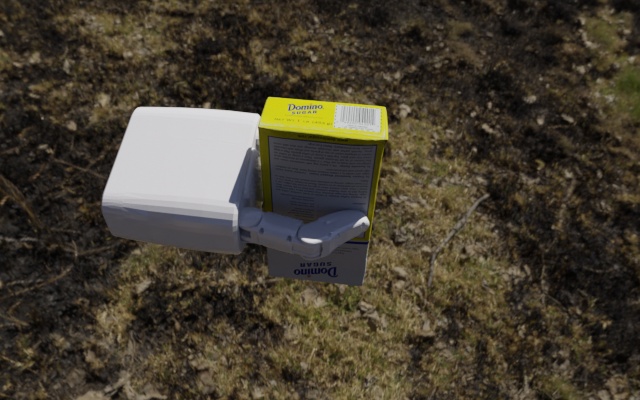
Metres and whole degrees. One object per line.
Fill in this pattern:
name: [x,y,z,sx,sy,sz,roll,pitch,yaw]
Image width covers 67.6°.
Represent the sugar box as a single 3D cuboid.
sugar box: [0.000,0.001,0.406,0.093,0.048,0.176,6,-43,3]
